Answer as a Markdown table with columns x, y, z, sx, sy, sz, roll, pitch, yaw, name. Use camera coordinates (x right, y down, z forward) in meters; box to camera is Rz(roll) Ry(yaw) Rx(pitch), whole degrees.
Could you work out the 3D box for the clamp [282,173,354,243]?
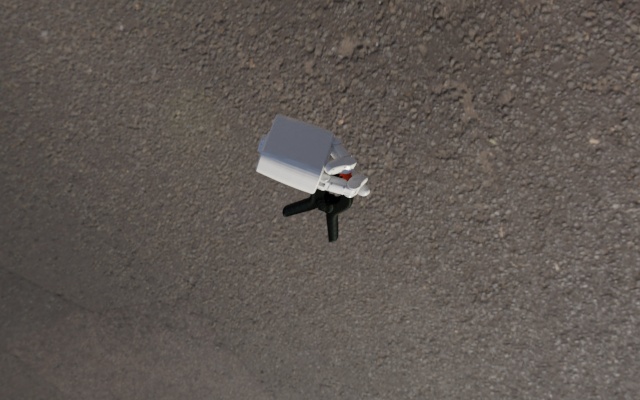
| x | y | z | sx | sy | sz | roll | pitch | yaw | name |
| --- | --- | --- | --- | --- | --- | --- | --- | --- | --- |
| 0.000 | 0.003 | 0.885 | 0.120 | 0.172 | 0.039 | 20 | 41 | -5 | clamp |
